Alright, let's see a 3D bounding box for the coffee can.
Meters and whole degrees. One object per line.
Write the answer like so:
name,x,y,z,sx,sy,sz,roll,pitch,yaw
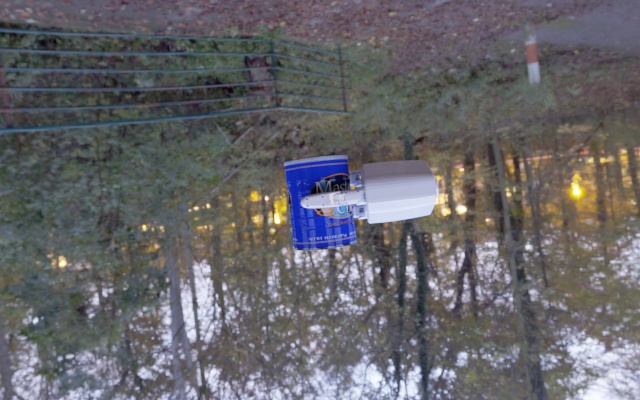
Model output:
coffee can,0.000,0.002,0.763,0.103,0.140,0.103,-6,2,0
